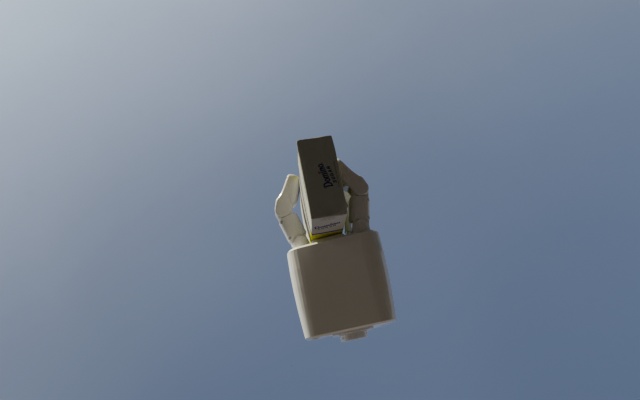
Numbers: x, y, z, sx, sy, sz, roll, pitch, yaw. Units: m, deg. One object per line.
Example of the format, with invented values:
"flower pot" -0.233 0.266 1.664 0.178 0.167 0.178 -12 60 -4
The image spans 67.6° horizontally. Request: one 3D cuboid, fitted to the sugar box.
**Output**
"sugar box" 0.001 0.002 0.581 0.048 0.093 0.176 -9 -18 -7
